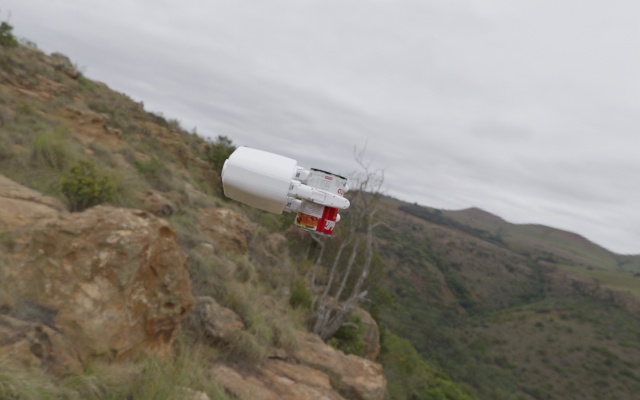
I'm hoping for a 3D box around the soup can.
[{"bbox_3d":[0.001,0.002,0.805,0.068,0.102,0.068,16,0,0],"label":"soup can"}]
